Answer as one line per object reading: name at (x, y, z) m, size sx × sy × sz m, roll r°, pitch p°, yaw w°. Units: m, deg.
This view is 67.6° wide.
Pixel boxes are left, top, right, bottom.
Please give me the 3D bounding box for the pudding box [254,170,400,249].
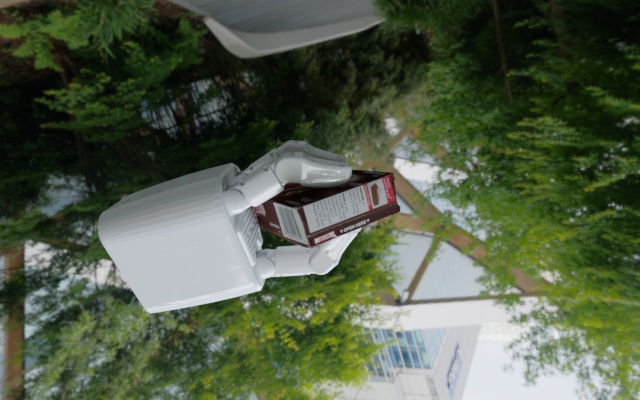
pudding box at (0.000, 0.002, 0.416) m, size 0.090 × 0.039 × 0.113 m, roll -21°, pitch 17°, yaw -23°
